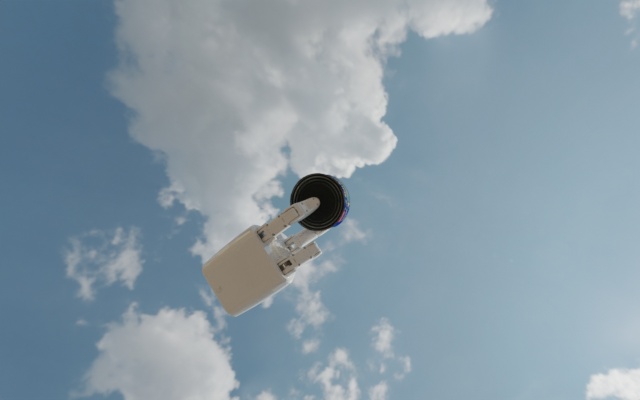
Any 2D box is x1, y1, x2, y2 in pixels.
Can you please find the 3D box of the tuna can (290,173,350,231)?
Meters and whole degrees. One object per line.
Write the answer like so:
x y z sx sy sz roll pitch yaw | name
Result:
0.000 0.002 0.713 0.086 0.086 0.034 0 1 20 | tuna can
